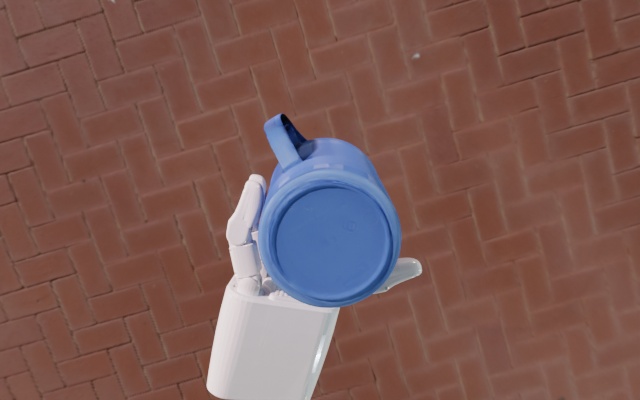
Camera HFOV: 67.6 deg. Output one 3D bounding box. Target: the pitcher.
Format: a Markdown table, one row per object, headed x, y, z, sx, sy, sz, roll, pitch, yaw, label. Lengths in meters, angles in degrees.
| x | y | z | sx | sy | sz | roll | pitch | yaw | label |
| --- | --- | --- | --- | --- | --- | --- | --- | --- | --- |
| 0.000 | 0.002 | 0.464 | 0.149 | 0.145 | 0.243 | 15 | 9 | -3 | pitcher |
